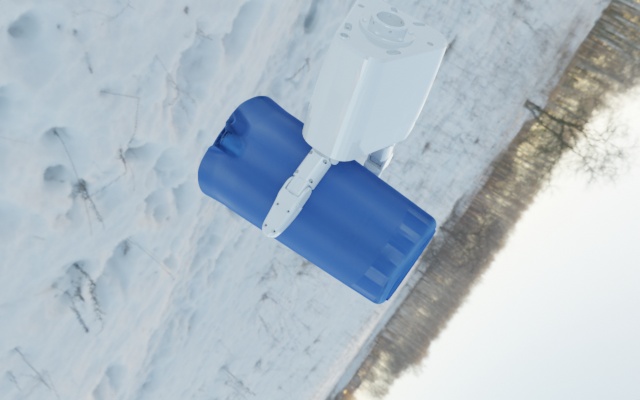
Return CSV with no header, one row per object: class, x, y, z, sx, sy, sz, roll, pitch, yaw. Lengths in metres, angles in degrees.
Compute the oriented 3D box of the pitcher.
pitcher,0.000,0.002,0.531,0.243,0.145,0.149,35,45,15
